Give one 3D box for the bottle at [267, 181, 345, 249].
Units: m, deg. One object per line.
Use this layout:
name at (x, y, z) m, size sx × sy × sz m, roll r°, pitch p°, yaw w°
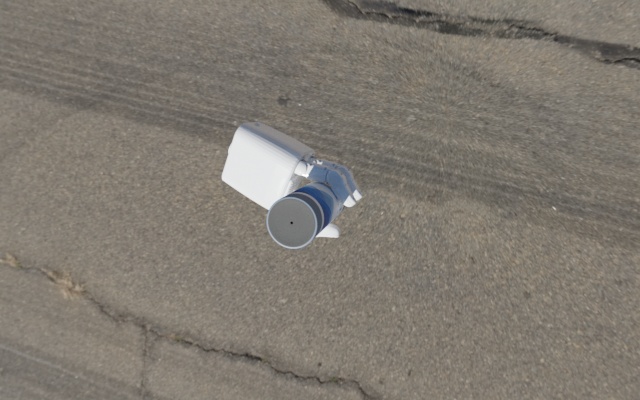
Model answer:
bottle at (0.000, 0.002, 0.729) m, size 0.069 × 0.069 × 0.295 m, roll 0°, pitch 10°, yaw 14°
